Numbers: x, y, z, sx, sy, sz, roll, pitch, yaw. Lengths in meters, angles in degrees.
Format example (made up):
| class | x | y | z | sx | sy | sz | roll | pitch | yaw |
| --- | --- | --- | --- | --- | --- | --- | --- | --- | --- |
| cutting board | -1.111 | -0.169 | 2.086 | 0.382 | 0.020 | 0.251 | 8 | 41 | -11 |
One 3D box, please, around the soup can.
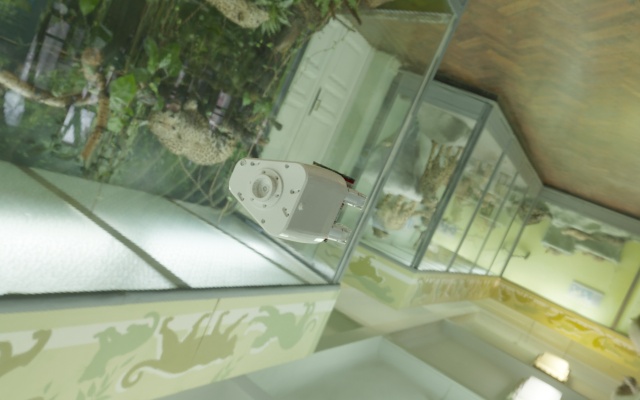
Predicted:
| class | x | y | z | sx | sy | sz | roll | pitch | yaw |
| --- | --- | --- | --- | --- | --- | --- | --- | --- | --- |
| soup can | 0.000 | 0.003 | 0.700 | 0.068 | 0.102 | 0.068 | 24 | 4 | -2 |
